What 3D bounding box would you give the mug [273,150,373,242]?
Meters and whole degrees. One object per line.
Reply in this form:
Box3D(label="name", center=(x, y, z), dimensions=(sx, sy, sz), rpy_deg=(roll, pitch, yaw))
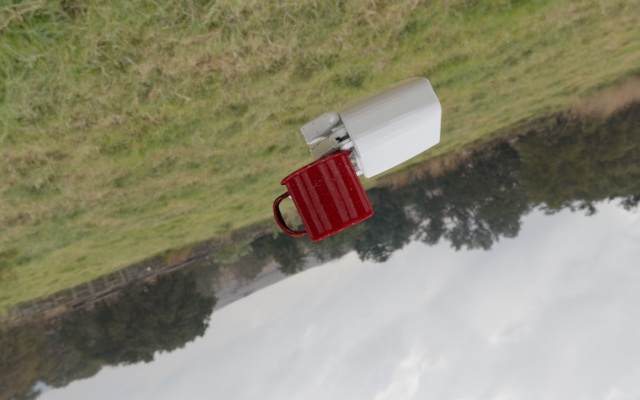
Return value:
Box3D(label="mug", center=(-0.001, 0.003, 0.566), dimensions=(0.117, 0.081, 0.093), rpy_deg=(-25, -4, 5))
